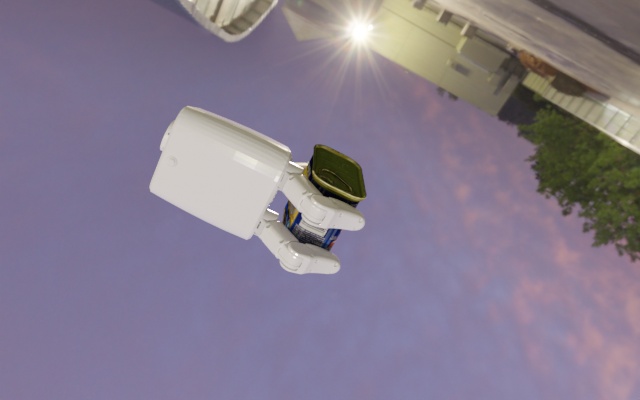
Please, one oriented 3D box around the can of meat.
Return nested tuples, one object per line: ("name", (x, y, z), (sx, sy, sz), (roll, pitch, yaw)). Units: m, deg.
("can of meat", (0.000, 0.002, 0.493), (0.057, 0.084, 0.102), (25, 24, -11))
